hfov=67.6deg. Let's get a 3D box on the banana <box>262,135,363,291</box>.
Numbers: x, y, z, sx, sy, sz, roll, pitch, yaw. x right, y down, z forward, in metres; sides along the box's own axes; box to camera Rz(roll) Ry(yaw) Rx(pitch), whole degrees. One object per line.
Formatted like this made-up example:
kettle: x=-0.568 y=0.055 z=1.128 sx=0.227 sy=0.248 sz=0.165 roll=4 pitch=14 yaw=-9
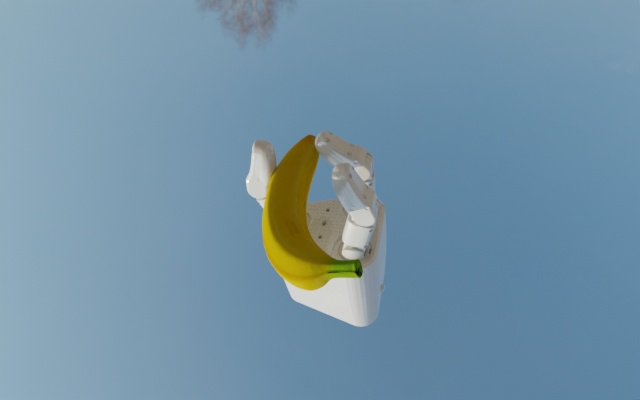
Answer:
banana: x=-0.017 y=0.010 z=0.398 sx=0.069 sy=0.037 sz=0.197 roll=-20 pitch=38 yaw=2
